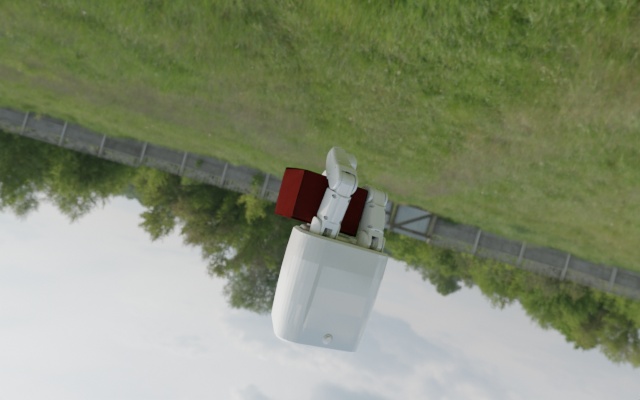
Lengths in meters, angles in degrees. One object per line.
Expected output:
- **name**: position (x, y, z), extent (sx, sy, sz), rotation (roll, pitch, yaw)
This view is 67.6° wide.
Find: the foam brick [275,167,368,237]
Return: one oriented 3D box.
- **foam brick**: position (0.000, 0.001, 0.497), extent (0.078, 0.051, 0.053), rotation (18, -2, -25)
